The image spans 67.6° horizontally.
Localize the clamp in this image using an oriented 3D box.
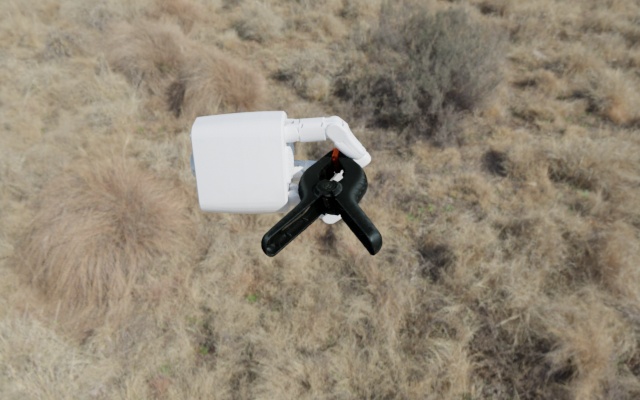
[{"bbox_3d":[0.000,0.001,0.519,0.120,0.039,0.171,-3,36,2],"label":"clamp"}]
